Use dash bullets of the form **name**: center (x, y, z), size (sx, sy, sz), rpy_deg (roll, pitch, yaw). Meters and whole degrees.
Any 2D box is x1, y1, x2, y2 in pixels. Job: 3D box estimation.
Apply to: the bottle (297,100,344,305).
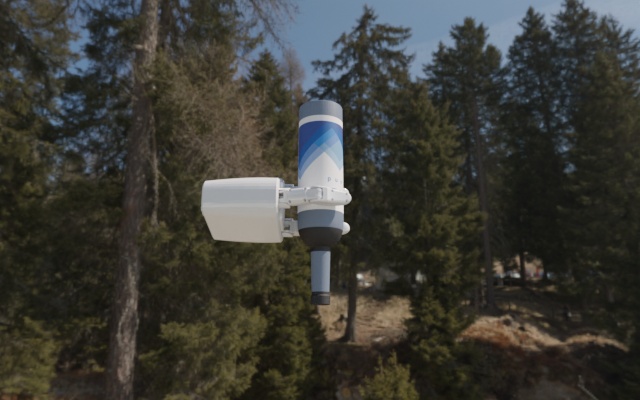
- **bottle**: center (0.000, 0.002, 0.697), size (0.069, 0.295, 0.069), rpy_deg (0, -15, 0)
